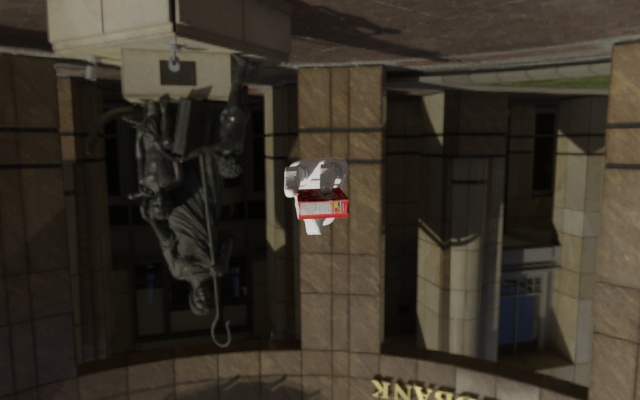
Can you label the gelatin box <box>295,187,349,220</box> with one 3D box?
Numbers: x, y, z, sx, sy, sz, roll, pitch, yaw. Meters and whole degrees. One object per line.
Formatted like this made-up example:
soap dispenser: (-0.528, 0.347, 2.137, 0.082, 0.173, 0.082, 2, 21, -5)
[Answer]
gelatin box: (0.000, 0.003, 0.712, 0.073, 0.030, 0.089, -2, 13, -5)
